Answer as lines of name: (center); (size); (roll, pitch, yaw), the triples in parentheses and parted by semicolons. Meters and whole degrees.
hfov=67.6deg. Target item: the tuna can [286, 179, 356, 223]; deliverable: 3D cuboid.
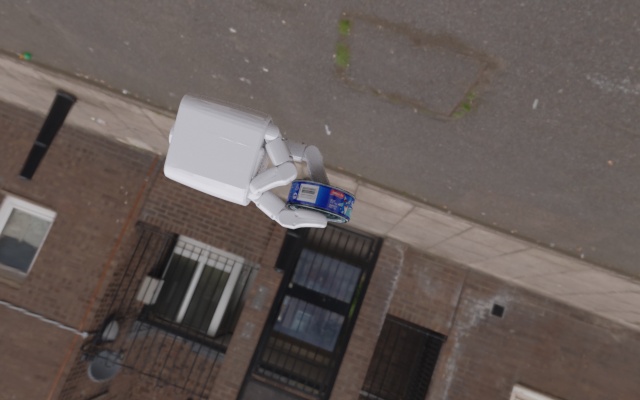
tuna can: (0.000, 0.003, 0.616); (0.086, 0.033, 0.086); (15, -10, 3)
